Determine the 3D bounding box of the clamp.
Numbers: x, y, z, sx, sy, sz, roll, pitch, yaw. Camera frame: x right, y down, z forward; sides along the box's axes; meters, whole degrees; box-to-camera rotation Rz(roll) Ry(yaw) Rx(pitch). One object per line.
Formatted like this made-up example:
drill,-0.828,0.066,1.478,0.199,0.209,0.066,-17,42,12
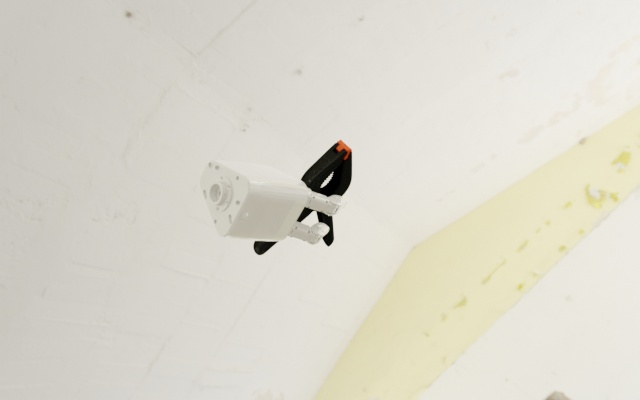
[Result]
clamp,0.000,0.002,0.755,0.164,0.210,0.036,5,33,-49
